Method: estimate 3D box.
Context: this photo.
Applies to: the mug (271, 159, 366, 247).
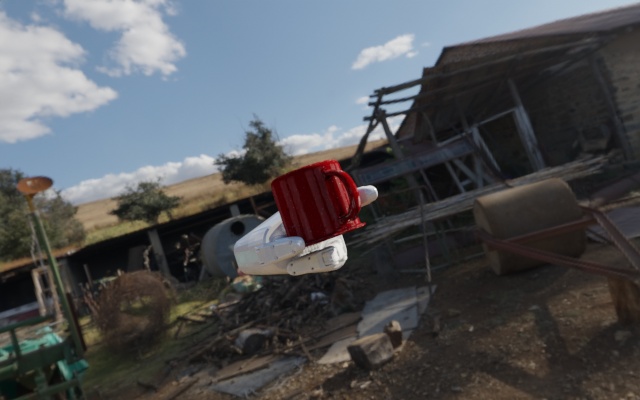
[{"bbox_3d":[0.001,0.001,0.527,0.093,0.081,0.117,-18,-3,-35],"label":"mug"}]
